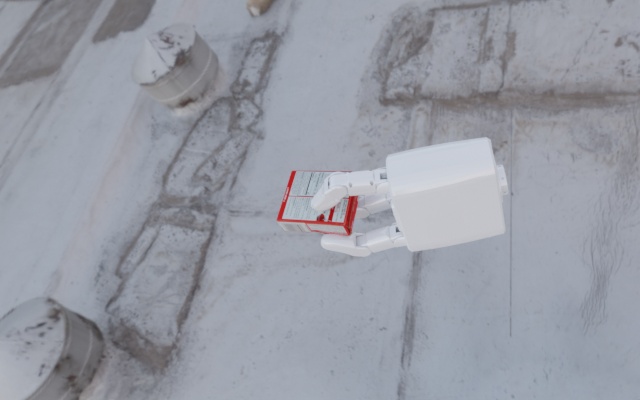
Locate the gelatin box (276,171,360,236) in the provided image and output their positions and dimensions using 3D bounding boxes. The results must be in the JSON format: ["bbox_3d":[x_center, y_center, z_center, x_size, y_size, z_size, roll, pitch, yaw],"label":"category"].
[{"bbox_3d":[0.000,0.002,0.569,0.089,0.073,0.030,2,-30,21],"label":"gelatin box"}]
